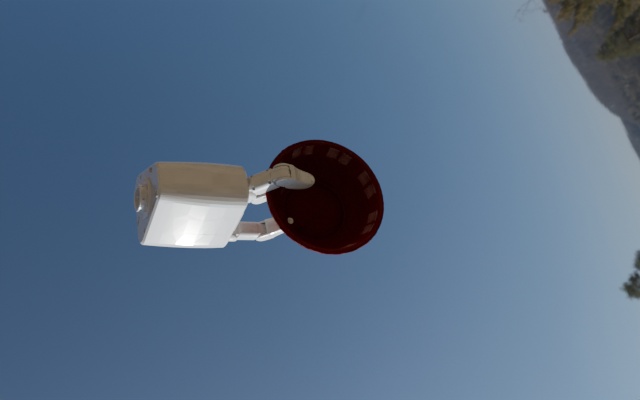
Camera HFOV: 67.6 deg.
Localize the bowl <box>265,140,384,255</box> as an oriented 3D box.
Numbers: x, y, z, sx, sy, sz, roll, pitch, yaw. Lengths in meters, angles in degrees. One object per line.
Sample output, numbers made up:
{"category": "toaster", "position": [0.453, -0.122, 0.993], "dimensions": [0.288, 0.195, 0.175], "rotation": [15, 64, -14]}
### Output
{"category": "bowl", "position": [0.001, 0.002, 0.633], "dimensions": [0.162, 0.162, 0.055], "rotation": [0, -24, -20]}
